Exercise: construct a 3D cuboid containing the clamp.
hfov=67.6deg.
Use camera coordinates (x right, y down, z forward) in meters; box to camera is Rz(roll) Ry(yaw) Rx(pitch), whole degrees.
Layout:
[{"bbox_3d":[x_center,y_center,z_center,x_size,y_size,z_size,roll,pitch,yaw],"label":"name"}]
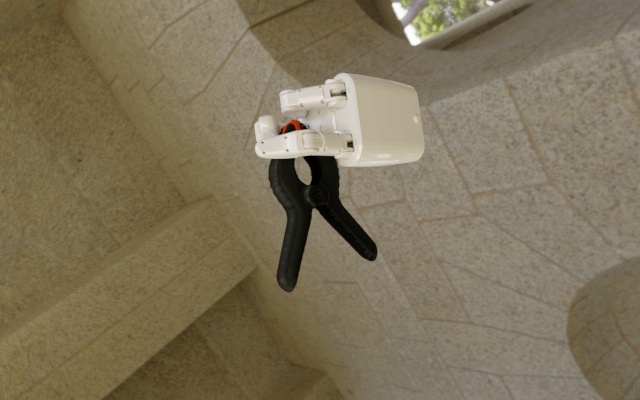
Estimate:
[{"bbox_3d":[0.000,0.002,0.499,0.120,0.171,0.039,-4,-5,-37],"label":"clamp"}]
